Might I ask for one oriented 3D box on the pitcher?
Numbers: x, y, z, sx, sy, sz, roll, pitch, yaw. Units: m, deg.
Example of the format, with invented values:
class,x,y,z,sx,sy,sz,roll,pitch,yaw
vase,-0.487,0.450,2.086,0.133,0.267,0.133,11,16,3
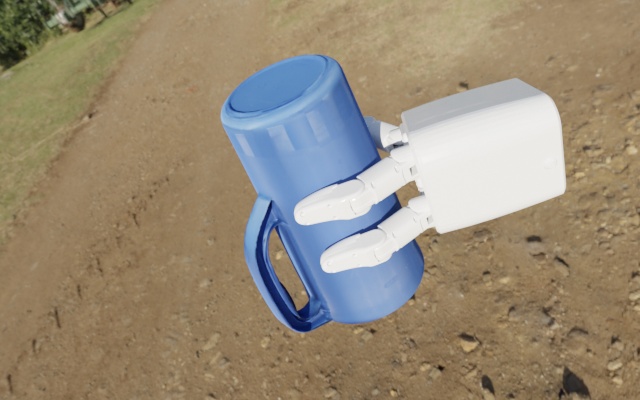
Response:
class,x,y,z,sx,sy,sz,roll,pitch,yaw
pitcher,0.000,0.001,0.449,0.145,0.243,0.149,-16,36,14
